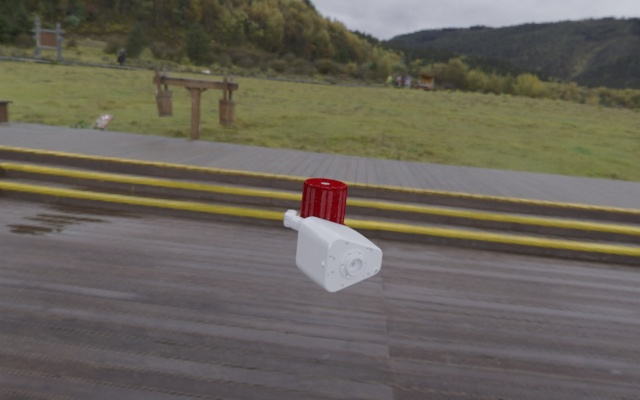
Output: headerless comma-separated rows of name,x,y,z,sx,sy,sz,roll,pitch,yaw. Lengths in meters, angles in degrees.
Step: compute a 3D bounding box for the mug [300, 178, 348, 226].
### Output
mug,0.000,0.002,0.890,0.093,0.081,0.117,-2,16,-29
